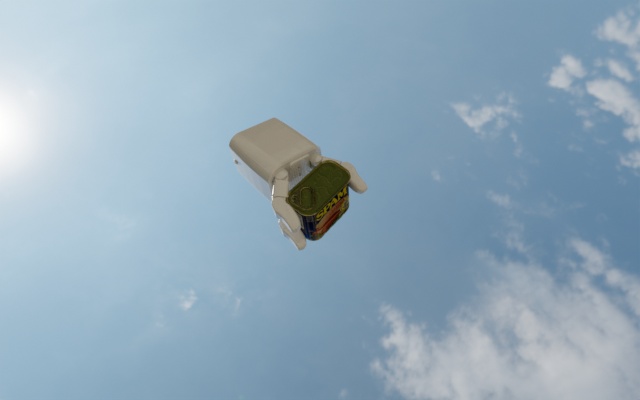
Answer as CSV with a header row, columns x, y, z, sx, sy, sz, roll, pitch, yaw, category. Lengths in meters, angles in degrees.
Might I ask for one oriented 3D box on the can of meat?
x,y,z,sx,sy,sz,roll,pitch,yaw,category
0.000,0.003,0.733,0.057,0.102,0.084,36,-24,24,can of meat
